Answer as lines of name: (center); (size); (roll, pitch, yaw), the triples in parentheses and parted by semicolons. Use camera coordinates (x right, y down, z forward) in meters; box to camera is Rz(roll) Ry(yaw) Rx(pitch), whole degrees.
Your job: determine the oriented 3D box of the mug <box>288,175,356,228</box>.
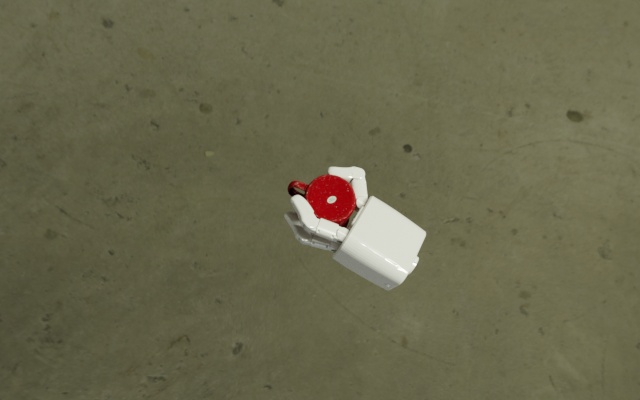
mug: (-0.001, 0.002, 0.772); (0.117, 0.093, 0.081); (32, -22, 2)
